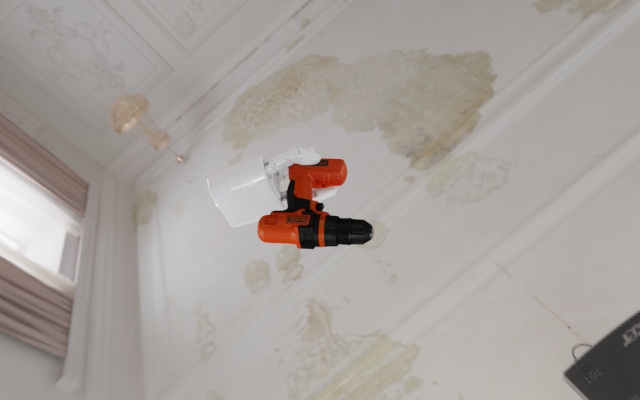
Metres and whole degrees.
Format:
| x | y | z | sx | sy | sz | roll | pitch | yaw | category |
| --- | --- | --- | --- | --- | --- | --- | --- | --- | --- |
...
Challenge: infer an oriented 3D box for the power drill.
| x | y | z | sx | sy | sz | roll | pitch | yaw | category |
| --- | --- | --- | --- | --- | --- | --- | --- | --- | --- |
| 0.000 | 0.002 | 0.803 | 0.184 | 0.057 | 0.187 | 3 | 40 | 8 | power drill |
